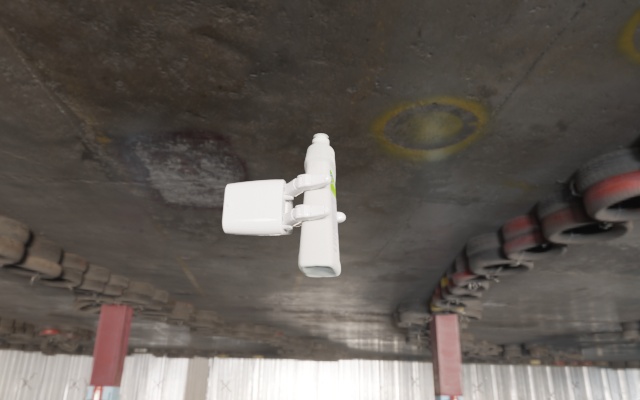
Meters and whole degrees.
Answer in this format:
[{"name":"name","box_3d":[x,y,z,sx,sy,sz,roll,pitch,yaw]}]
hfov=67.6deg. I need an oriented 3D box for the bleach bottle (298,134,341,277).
[{"name":"bleach bottle","box_3d":[0.000,0.003,0.847,0.068,0.250,0.103,-2,-21,7]}]
